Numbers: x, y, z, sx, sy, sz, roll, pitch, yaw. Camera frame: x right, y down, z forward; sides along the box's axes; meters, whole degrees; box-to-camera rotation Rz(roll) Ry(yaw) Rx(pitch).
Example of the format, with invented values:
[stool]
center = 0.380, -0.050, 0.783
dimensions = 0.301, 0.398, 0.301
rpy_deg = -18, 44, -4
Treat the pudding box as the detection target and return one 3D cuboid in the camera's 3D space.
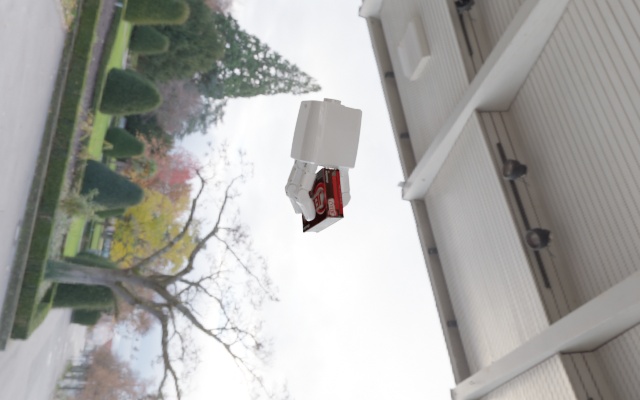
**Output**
[pudding box]
center = 0.000, 0.003, 0.851
dimensions = 0.039, 0.090, 0.113
rpy_deg = 3, -19, -22
